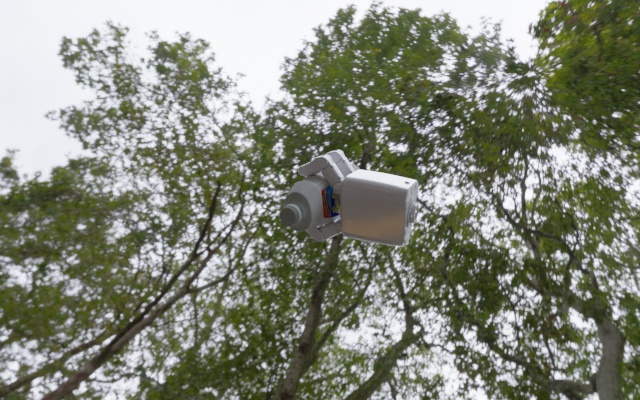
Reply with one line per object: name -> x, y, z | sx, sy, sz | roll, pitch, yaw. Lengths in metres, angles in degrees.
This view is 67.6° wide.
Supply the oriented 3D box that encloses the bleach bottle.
bleach bottle -> 0.000, 0.003, 0.812 | 0.068, 0.102, 0.250 | 10, 18, 21
